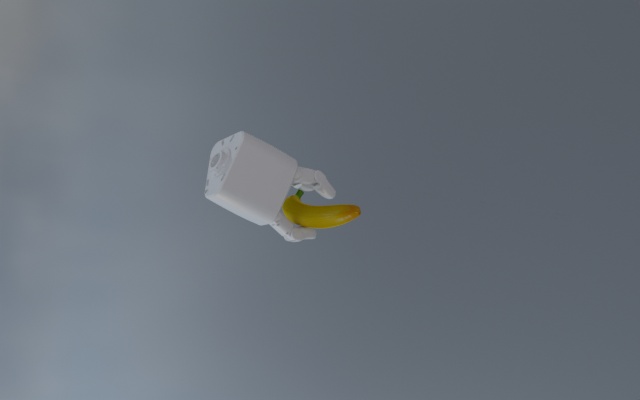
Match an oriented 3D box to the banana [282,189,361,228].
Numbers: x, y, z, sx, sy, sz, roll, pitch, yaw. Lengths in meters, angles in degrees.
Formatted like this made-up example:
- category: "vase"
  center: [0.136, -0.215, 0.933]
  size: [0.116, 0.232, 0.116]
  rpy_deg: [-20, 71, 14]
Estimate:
- category: "banana"
  center: [-0.014, 0.015, 0.788]
  size: [0.037, 0.069, 0.197]
  rpy_deg: [51, -17, -30]
